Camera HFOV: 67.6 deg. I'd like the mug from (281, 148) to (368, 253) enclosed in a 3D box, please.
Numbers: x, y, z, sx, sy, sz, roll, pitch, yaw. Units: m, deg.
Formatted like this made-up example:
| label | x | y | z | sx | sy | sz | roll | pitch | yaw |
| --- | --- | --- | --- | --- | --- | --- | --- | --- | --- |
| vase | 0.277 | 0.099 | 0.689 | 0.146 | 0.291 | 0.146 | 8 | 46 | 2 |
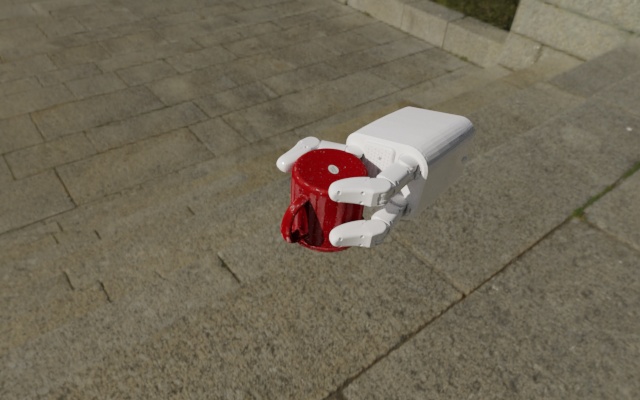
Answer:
| label | x | y | z | sx | sy | sz | roll | pitch | yaw |
| --- | --- | --- | --- | --- | --- | --- | --- | --- | --- |
| mug | -0.001 | 0.002 | 0.520 | 0.093 | 0.082 | 0.117 | 33 | 49 | 29 |
